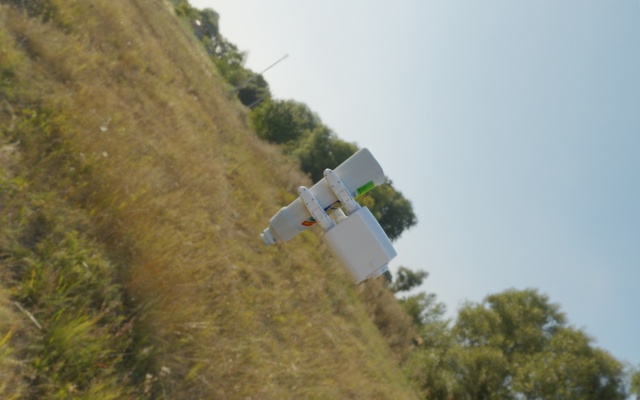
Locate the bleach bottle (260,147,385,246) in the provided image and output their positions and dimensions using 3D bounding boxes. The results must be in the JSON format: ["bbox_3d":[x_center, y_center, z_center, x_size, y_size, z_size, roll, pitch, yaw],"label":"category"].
[{"bbox_3d":[0.000,0.003,0.893,0.251,0.068,0.102,-35,-14,1],"label":"bleach bottle"}]
